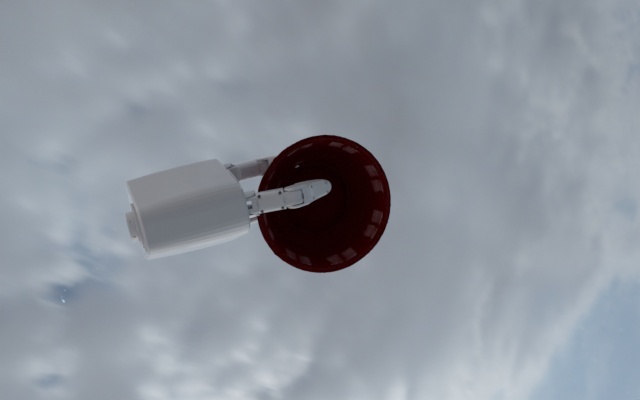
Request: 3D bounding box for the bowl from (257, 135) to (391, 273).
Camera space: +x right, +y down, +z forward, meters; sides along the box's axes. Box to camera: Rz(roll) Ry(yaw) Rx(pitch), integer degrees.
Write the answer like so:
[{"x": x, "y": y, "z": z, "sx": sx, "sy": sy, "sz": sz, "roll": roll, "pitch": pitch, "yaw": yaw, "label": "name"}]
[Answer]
[{"x": 0.001, "y": 0.002, "z": 0.574, "sx": 0.162, "sy": 0.162, "sz": 0.055, "roll": 0, "pitch": 9, "yaw": -15, "label": "bowl"}]
